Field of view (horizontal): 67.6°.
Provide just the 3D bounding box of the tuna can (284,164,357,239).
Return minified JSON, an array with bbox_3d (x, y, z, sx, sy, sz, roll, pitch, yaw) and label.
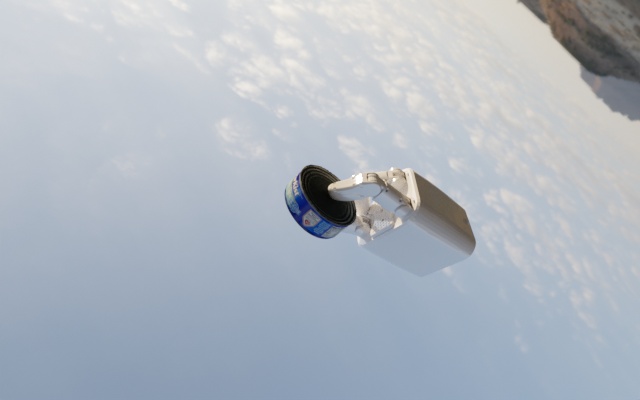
[{"bbox_3d":[0.000,0.002,0.559,0.034,0.086,0.086,-41,-25,32],"label":"tuna can"}]
